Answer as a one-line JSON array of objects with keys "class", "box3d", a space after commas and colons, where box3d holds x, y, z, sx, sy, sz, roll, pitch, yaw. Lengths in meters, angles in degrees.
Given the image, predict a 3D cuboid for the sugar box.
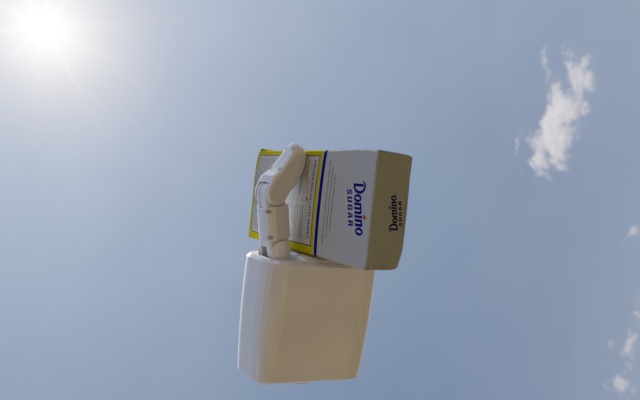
[{"class": "sugar box", "box3d": [0.000, 0.002, 0.431, 0.048, 0.093, 0.176, 5, 2, -41]}]
